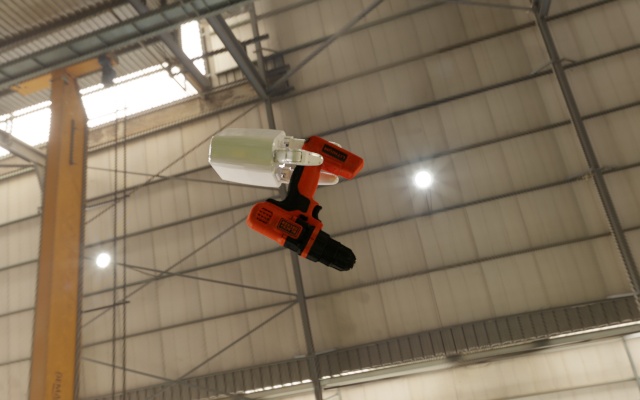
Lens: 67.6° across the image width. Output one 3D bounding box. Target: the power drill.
[{"bbox_3d":[0.000,0.002,0.771,0.184,0.187,0.057,27,-20,-1],"label":"power drill"}]
